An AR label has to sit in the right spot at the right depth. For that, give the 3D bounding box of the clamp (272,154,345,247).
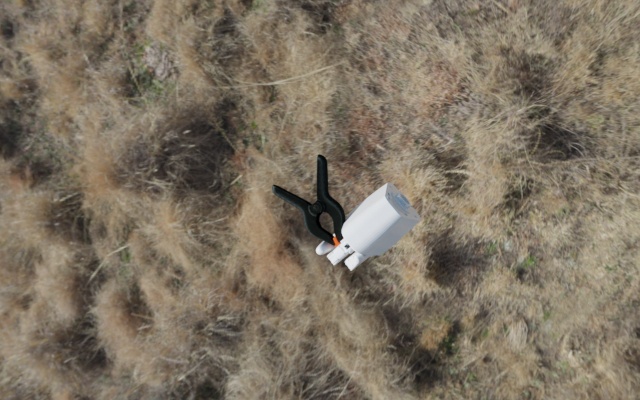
[{"bbox_3d":[0.000,0.003,0.888,0.120,0.171,0.039,-42,-7,20],"label":"clamp"}]
